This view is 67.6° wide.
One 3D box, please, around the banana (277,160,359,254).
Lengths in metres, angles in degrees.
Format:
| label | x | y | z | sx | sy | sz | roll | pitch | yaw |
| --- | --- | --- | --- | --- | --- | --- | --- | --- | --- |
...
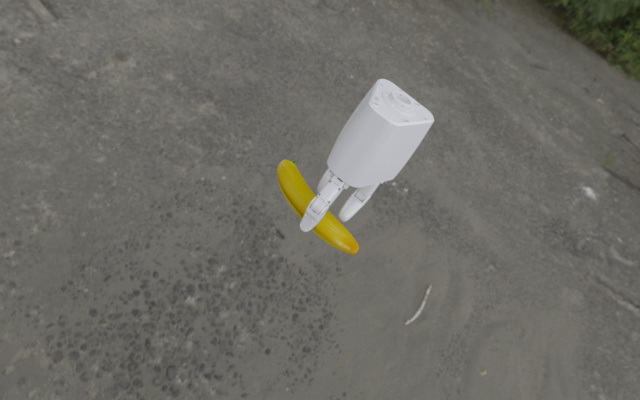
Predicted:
| label | x | y | z | sx | sy | sz | roll | pitch | yaw |
| --- | --- | --- | --- | --- | --- | --- | --- | --- | --- |
| banana | -0.015 | 0.001 | 0.702 | 0.069 | 0.197 | 0.037 | -3 | -42 | -44 |
